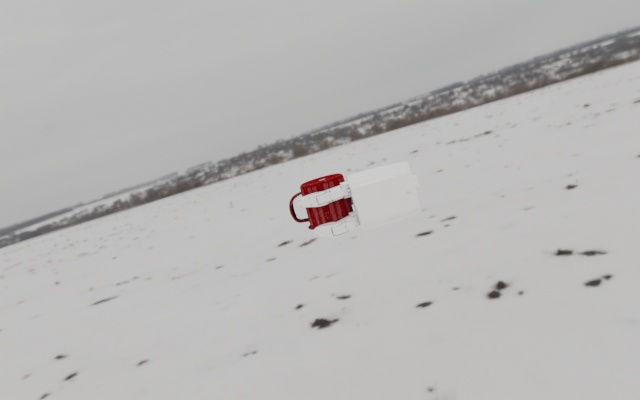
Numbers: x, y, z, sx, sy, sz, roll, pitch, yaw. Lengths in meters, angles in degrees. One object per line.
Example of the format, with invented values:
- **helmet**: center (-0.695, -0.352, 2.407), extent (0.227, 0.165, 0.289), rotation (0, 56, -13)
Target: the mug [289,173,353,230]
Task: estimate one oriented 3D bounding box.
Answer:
- **mug**: center (-0.001, 0.003, 0.865), extent (0.117, 0.081, 0.093), rotation (-15, 8, 7)
